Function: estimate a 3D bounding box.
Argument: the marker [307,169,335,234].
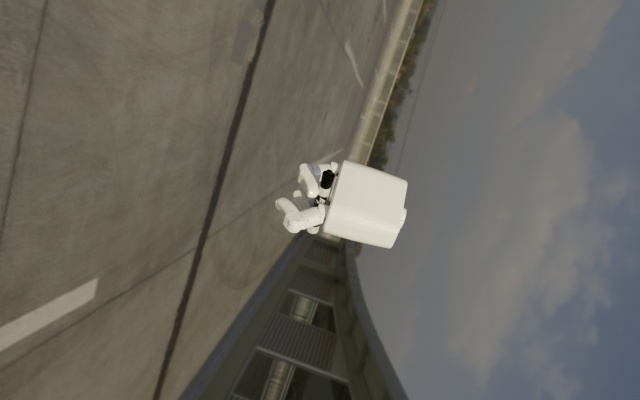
[{"bbox_3d":[0.000,0.002,0.703,0.020,0.121,0.020,9,42,-8],"label":"marker"}]
